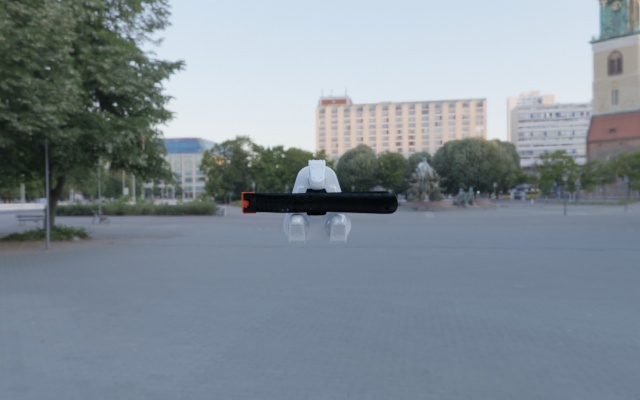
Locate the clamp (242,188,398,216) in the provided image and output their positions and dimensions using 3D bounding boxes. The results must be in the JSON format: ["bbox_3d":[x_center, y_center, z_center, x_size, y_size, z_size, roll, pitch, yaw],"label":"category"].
[{"bbox_3d":[0.000,0.001,0.620,0.210,0.036,0.164,-1,1,-1],"label":"clamp"}]
